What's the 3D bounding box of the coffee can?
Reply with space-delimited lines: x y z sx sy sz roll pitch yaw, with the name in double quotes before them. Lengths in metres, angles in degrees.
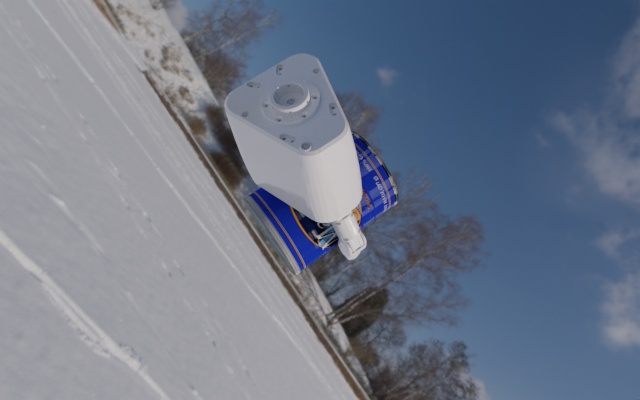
"coffee can" 0.000 0.002 0.535 0.140 0.103 0.103 -34 7 -11
